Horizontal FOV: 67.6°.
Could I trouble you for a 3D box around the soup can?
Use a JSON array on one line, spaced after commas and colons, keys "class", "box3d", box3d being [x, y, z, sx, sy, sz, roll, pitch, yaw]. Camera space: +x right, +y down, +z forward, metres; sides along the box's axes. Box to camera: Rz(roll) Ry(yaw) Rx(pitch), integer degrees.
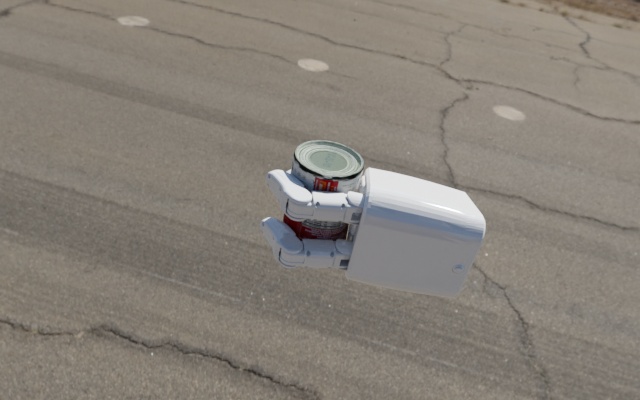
[{"class": "soup can", "box3d": [0.000, 0.001, 0.466, 0.068, 0.102, 0.068, 8, 35, -5]}]
